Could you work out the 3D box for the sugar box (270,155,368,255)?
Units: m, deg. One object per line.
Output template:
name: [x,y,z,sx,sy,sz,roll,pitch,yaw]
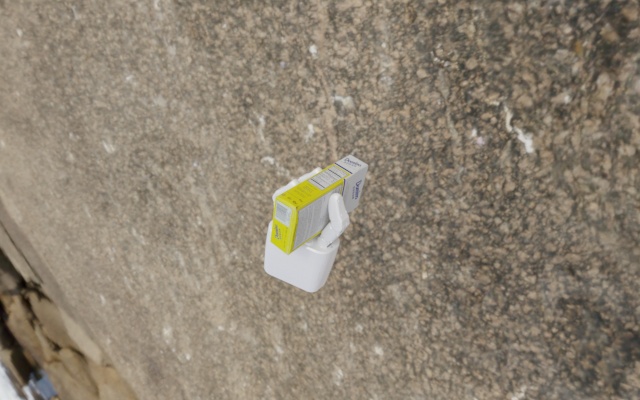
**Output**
sugar box: [0.000,0.002,0.745,0.048,0.093,0.176,32,42,23]
